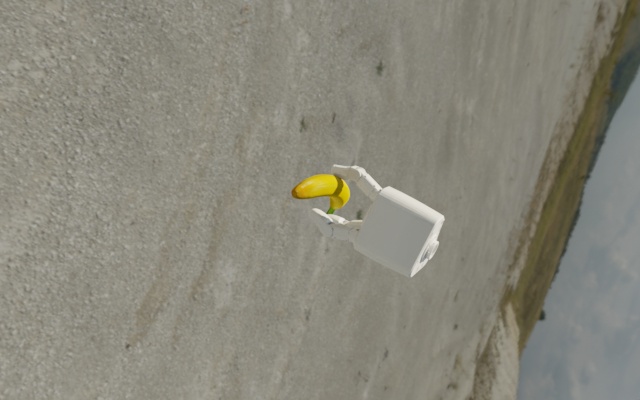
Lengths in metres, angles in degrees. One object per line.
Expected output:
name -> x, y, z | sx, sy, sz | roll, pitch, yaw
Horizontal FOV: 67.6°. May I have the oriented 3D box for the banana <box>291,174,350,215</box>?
banana -> 0.011, -0.012, 0.814 | 0.037, 0.069, 0.198 | 34, 1, 23
